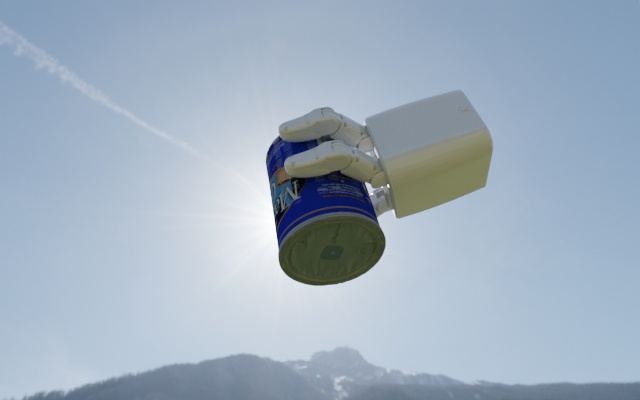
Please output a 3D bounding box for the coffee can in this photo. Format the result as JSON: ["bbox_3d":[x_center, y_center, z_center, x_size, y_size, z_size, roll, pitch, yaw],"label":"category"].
[{"bbox_3d":[0.000,0.002,0.495,0.103,0.140,0.103,-7,-44,-7],"label":"coffee can"}]
